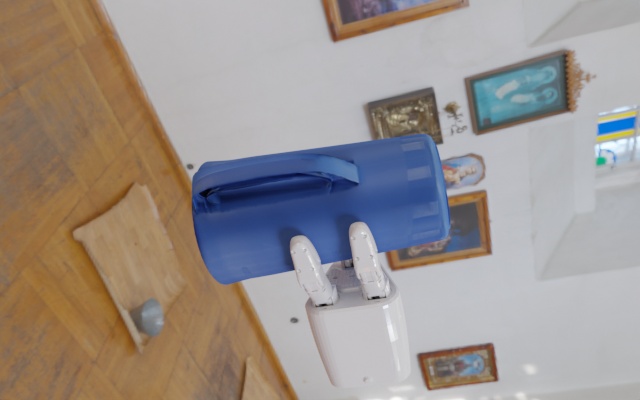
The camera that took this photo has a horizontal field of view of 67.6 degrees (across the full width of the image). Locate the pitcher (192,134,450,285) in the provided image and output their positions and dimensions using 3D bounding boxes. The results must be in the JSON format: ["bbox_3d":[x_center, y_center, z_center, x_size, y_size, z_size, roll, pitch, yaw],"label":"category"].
[{"bbox_3d":[0.000,0.002,0.483,0.243,0.145,0.149,-10,20,10],"label":"pitcher"}]
